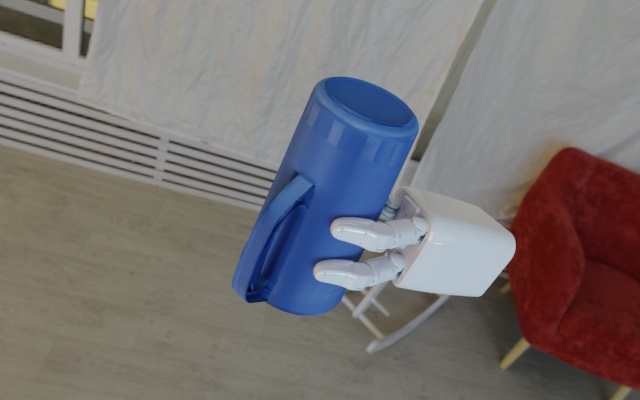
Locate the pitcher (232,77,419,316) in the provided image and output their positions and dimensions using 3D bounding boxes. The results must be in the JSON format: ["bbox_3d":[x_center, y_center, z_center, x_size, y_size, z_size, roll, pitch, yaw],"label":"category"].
[{"bbox_3d":[0.000,0.002,0.504,0.145,0.243,0.149,13,35,-15],"label":"pitcher"}]
